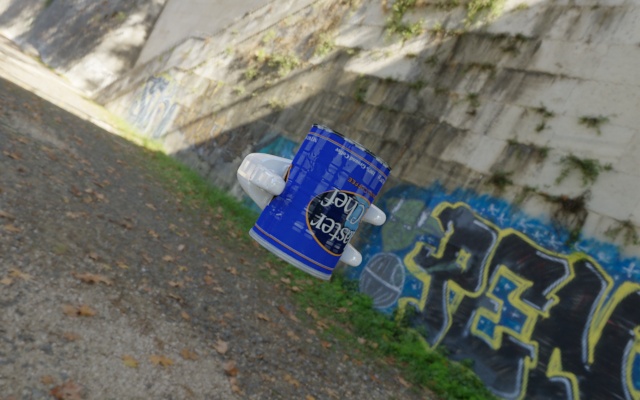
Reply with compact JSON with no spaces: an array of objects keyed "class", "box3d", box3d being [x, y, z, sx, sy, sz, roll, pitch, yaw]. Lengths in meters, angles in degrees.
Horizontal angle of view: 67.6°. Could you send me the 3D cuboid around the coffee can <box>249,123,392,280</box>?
[{"class":"coffee can","box3d":[0.000,0.002,0.529,0.103,0.140,0.103,30,-1,0]}]
